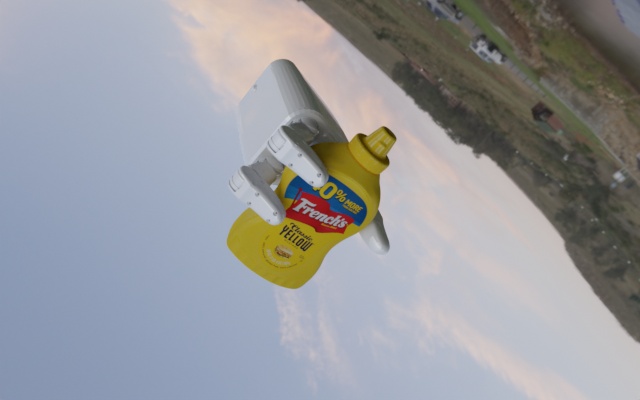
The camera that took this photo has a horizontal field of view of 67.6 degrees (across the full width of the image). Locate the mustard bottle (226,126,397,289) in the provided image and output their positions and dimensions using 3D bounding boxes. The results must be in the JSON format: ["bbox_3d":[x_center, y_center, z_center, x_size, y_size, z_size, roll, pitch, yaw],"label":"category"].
[{"bbox_3d":[0.000,0.002,0.459,0.096,0.192,0.058,37,26,-16],"label":"mustard bottle"}]
